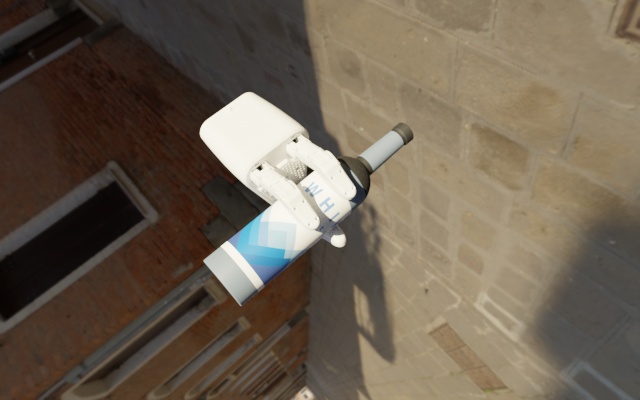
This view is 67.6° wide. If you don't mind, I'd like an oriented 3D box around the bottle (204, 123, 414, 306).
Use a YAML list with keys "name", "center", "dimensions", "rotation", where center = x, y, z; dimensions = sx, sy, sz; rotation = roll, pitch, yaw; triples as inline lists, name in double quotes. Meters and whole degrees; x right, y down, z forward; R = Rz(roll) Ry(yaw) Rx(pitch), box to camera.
- name: "bottle"
  center: [0.000, 0.002, 0.569]
  dimensions: [0.295, 0.069, 0.069]
  rotation: [-40, 13, -16]
